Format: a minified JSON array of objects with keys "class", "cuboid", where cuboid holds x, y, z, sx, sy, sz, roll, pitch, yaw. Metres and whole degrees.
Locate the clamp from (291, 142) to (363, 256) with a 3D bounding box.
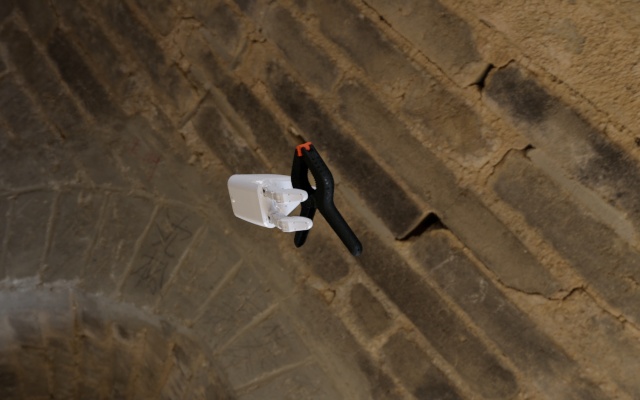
[{"class":"clamp","cuboid":[0.000,0.002,0.849,0.164,0.210,0.036,10,26,42]}]
